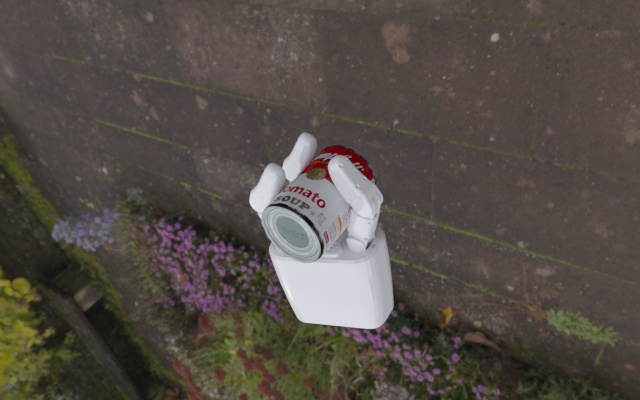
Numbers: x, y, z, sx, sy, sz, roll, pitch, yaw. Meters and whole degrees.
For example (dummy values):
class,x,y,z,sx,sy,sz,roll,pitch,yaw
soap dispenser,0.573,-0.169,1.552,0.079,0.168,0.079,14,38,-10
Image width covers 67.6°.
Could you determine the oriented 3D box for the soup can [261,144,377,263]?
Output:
class,x,y,z,sx,sy,sz,roll,pitch,yaw
soup can,0.000,0.001,0.451,0.068,0.068,0.102,0,36,41
